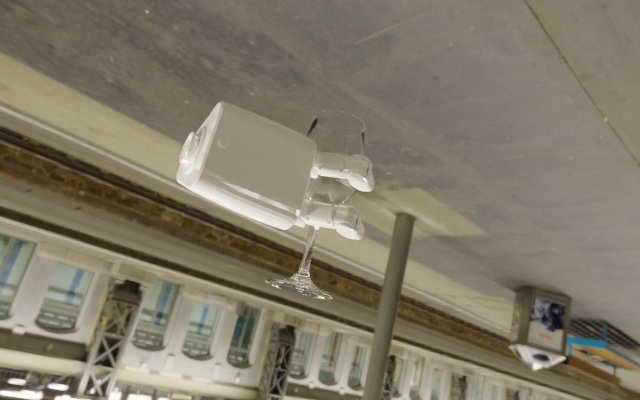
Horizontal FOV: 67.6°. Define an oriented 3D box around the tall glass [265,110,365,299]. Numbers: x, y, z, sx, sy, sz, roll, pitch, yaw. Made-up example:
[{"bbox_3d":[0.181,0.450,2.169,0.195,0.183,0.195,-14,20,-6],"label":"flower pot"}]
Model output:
[{"bbox_3d":[0.000,0.002,0.531,0.079,0.201,0.079,13,-17,4],"label":"tall glass"}]
